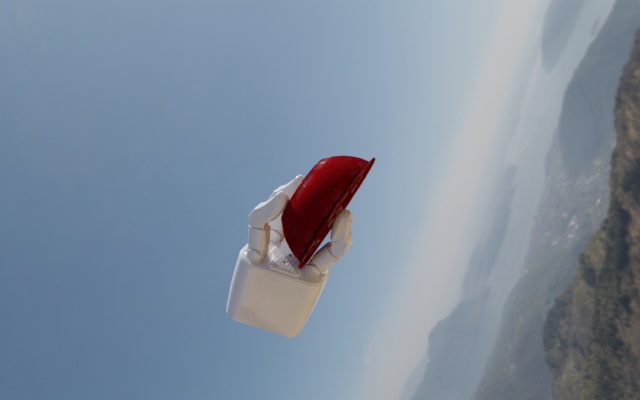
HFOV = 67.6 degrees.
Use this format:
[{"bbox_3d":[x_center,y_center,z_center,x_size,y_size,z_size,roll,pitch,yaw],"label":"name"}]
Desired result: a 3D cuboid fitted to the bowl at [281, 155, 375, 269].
[{"bbox_3d":[0.000,0.001,0.580,0.055,0.162,0.162,35,3,5],"label":"bowl"}]
